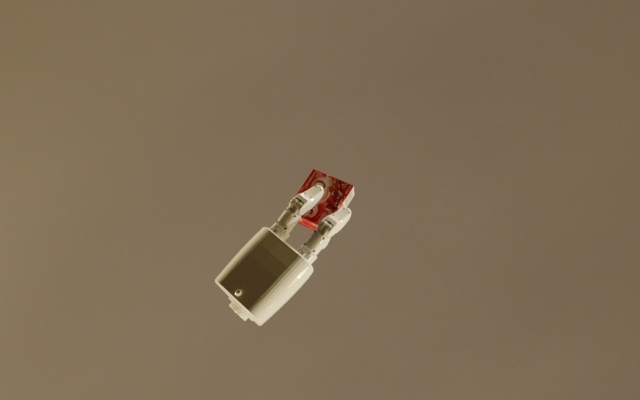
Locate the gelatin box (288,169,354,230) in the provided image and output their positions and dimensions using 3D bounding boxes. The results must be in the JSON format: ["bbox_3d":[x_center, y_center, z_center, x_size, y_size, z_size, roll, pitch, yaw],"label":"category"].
[{"bbox_3d":[0.000,0.002,0.734,0.073,0.089,0.030,24,-28,18],"label":"gelatin box"}]
